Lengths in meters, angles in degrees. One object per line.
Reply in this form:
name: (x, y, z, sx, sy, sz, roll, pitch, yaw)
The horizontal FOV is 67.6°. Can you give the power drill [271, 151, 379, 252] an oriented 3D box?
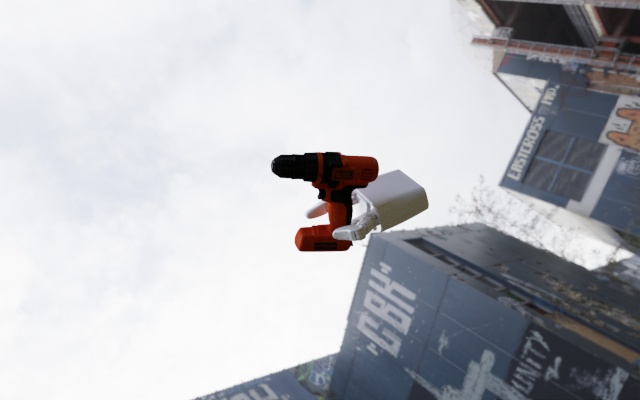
power drill: (0.000, 0.003, 0.834, 0.184, 0.188, 0.057, 2, 33, -11)
